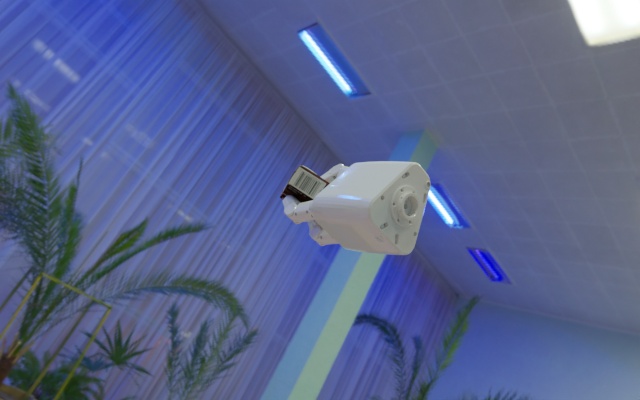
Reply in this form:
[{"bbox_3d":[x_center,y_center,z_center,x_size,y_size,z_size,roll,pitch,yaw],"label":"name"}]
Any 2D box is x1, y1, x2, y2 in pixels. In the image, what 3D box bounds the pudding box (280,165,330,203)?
[{"bbox_3d":[0.000,0.002,0.704,0.113,0.039,0.090,35,-18,-3],"label":"pudding box"}]
